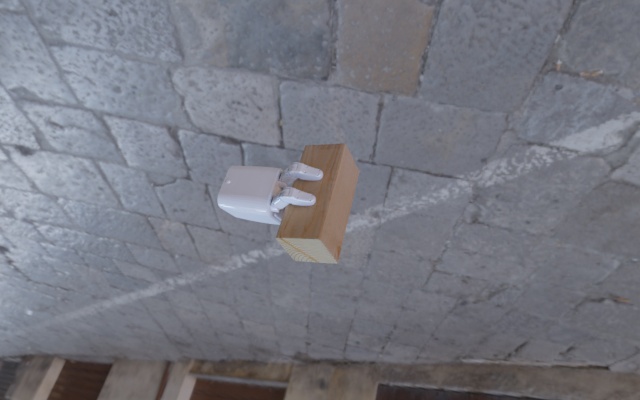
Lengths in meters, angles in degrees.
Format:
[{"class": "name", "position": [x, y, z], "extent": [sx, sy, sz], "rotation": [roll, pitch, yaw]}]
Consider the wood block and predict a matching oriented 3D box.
[{"class": "wood block", "position": [0.000, 0.003, 0.887], "extent": [0.090, 0.206, 0.091], "rotation": [0, -33, 25]}]
